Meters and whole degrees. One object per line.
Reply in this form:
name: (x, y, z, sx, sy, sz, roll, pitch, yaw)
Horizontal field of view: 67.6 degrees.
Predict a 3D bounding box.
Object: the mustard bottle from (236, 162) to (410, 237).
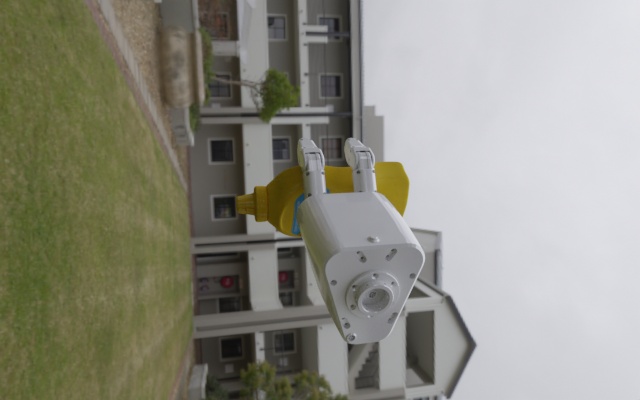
mustard bottle: (0.000, 0.002, 0.551, 0.191, 0.058, 0.096, -3, -42, -12)
